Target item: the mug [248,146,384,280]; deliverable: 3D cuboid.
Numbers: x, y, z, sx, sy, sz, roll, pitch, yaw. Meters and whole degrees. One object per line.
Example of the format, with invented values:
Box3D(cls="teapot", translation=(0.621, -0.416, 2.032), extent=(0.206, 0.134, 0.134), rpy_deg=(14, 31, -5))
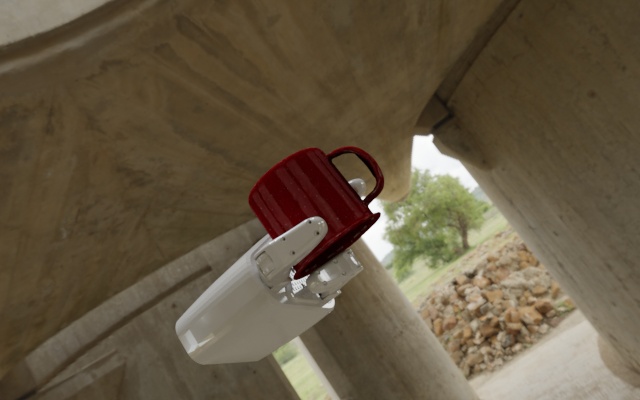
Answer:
Box3D(cls="mug", translation=(0.001, 0.000, 0.410), extent=(0.117, 0.081, 0.093), rpy_deg=(-41, -13, 16))
